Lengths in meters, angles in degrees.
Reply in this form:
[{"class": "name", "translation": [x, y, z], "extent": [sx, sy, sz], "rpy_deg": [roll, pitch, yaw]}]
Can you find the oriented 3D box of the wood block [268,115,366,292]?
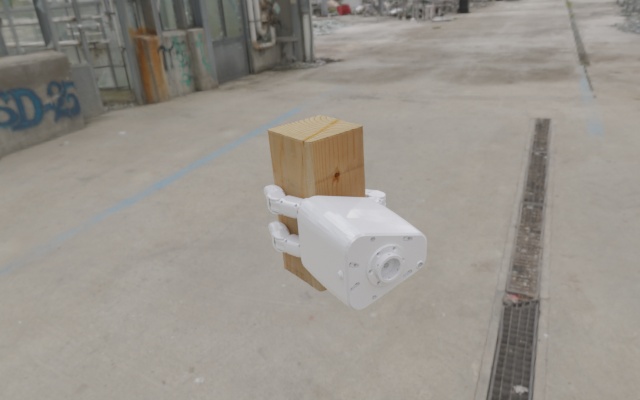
[{"class": "wood block", "translation": [0.001, 0.002, 0.640], "extent": [0.091, 0.206, 0.090], "rpy_deg": [-22, 30, -34]}]
